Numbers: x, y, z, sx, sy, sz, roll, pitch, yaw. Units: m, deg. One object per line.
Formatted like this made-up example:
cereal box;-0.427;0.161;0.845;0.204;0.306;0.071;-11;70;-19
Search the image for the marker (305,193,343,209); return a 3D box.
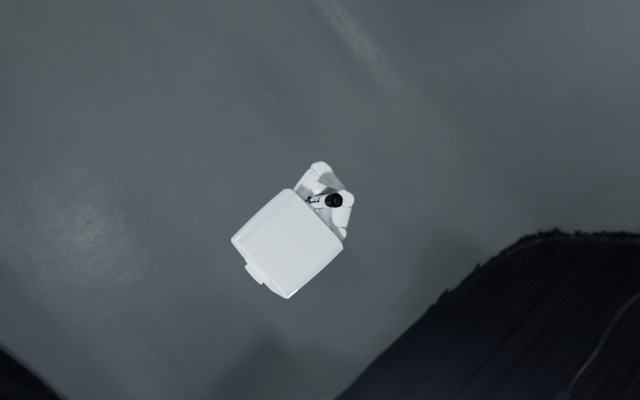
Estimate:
marker;0.000;0.002;0.635;0.020;0.020;0.121;0;-2;-21
